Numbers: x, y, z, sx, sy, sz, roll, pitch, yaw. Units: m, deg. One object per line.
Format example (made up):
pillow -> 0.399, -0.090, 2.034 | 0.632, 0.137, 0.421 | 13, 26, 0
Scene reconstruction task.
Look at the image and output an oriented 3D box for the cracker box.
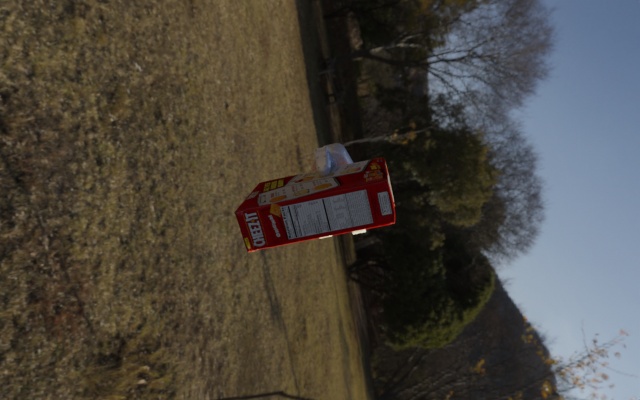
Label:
cracker box -> 0.000, 0.002, 0.713 | 0.214, 0.072, 0.164 | -12, 15, 9
